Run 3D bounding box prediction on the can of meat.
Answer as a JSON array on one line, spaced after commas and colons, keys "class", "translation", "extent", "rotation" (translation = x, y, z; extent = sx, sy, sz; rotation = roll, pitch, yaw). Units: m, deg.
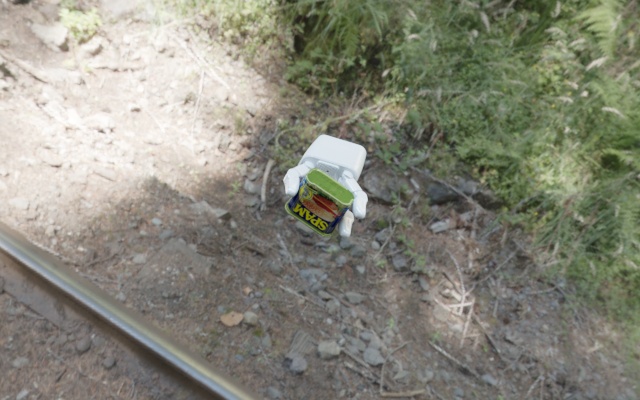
[{"class": "can of meat", "translation": [0.000, 0.003, 0.861], "extent": [0.102, 0.084, 0.057], "rotation": [34, 35, 1]}]
